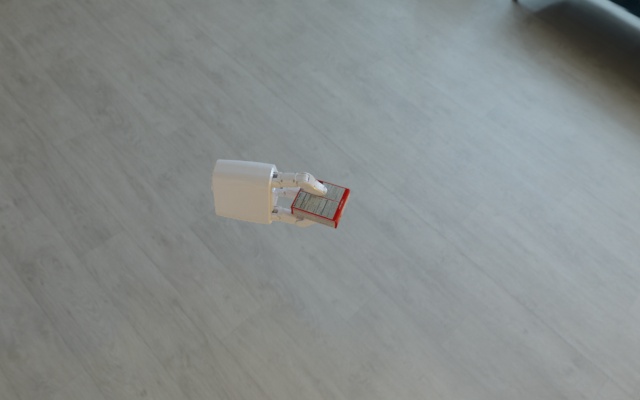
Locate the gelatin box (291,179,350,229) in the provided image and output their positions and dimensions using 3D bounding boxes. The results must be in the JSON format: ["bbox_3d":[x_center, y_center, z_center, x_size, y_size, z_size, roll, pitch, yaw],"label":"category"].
[{"bbox_3d":[0.000,0.003,0.862,0.089,0.073,0.030,17,-31,13],"label":"gelatin box"}]
